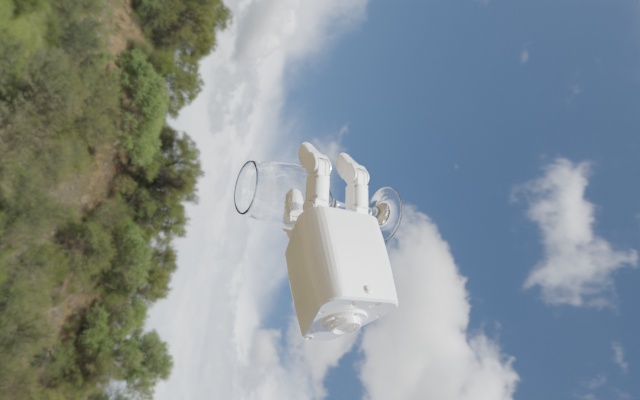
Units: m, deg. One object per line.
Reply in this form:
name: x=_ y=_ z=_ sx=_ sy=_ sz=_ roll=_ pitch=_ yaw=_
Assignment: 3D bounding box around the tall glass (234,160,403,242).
tall glass: x=0.001 y=0.002 z=0.582 sx=0.201 sy=0.079 sz=0.079 roll=11 pitch=-6 yaw=-31
